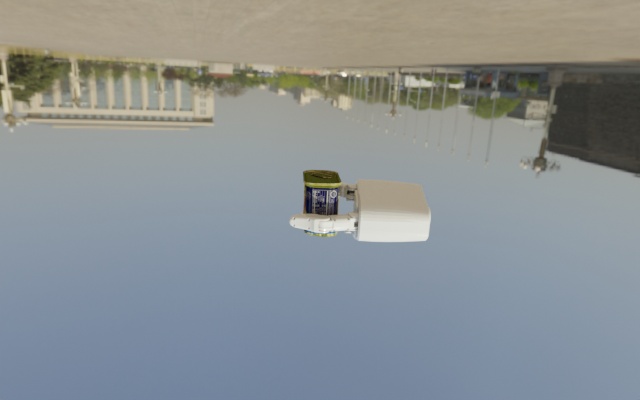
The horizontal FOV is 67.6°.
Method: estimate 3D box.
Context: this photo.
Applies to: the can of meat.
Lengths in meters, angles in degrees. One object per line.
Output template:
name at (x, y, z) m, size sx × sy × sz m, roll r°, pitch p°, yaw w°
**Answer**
can of meat at (0.000, 0.003, 0.751) m, size 0.057 × 0.084 × 0.102 m, roll 1°, pitch 15°, yaw -3°
